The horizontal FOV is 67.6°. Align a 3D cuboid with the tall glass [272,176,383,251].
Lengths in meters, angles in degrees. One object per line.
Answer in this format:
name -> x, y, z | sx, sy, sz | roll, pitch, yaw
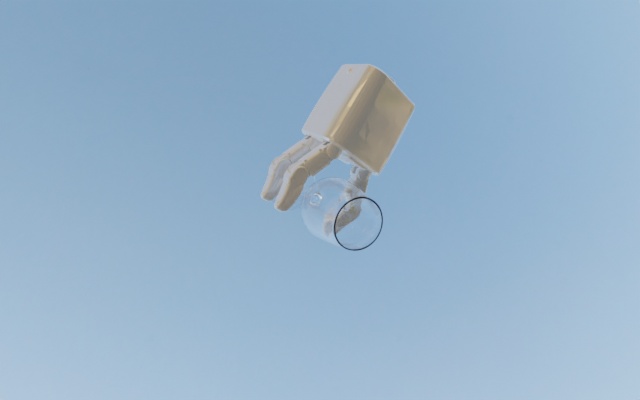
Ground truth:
tall glass -> 0.000, 0.002, 0.605 | 0.079, 0.079, 0.201 | 0, 14, -26
